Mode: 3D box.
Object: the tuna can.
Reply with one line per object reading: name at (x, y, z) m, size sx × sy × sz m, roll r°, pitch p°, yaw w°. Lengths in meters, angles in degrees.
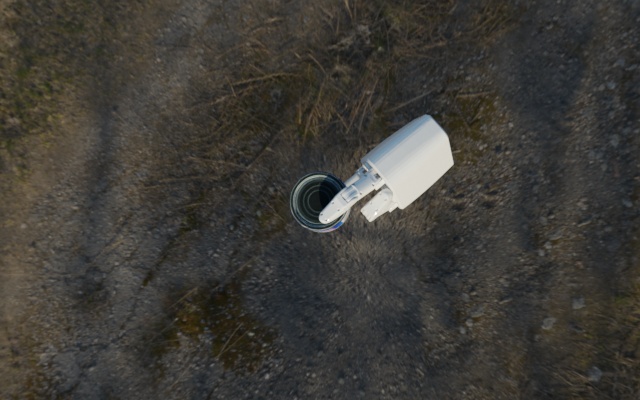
tuna can at (0.000, 0.002, 0.680) m, size 0.086 × 0.086 × 0.034 m, roll 0°, pitch -5°, yaw 10°
